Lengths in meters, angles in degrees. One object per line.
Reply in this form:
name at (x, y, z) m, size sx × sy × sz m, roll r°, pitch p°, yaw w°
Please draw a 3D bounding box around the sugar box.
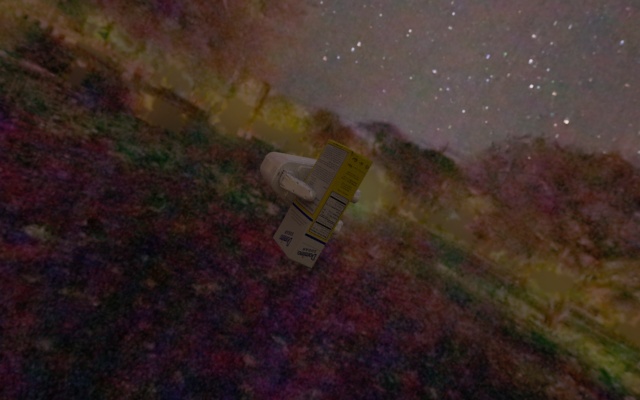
sugar box at (0.001, 0.002, 0.699) m, size 0.048 × 0.176 × 0.093 m, roll 25°, pitch 6°, yaw -25°
